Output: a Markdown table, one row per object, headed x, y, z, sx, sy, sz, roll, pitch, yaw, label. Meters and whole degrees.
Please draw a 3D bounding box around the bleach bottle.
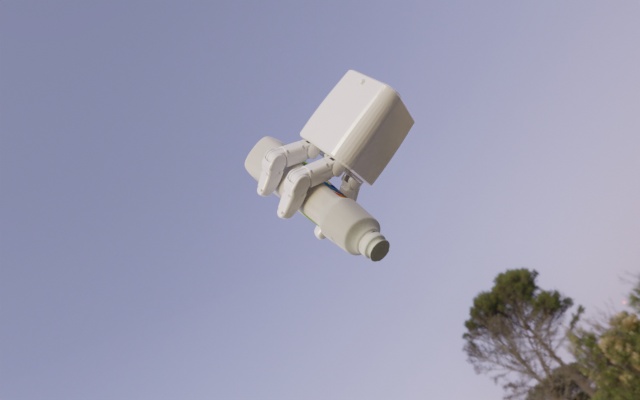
| x | y | z | sx | sy | sz | roll | pitch | yaw | label |
| --- | --- | --- | --- | --- | --- | --- | --- | --- | --- |
| 0.000 | 0.002 | 0.612 | 0.103 | 0.068 | 0.250 | 35 | 3 | -46 | bleach bottle |
